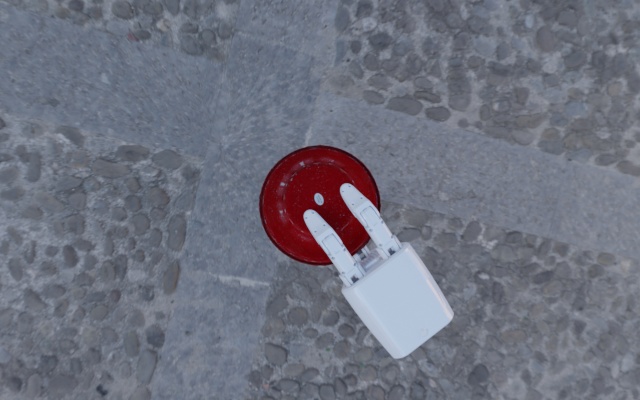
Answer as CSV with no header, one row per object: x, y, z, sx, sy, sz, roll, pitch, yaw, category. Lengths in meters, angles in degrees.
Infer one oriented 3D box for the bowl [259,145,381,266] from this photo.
-0.001,0.001,0.608,0.162,0.162,0.055,0,-8,-1,bowl
